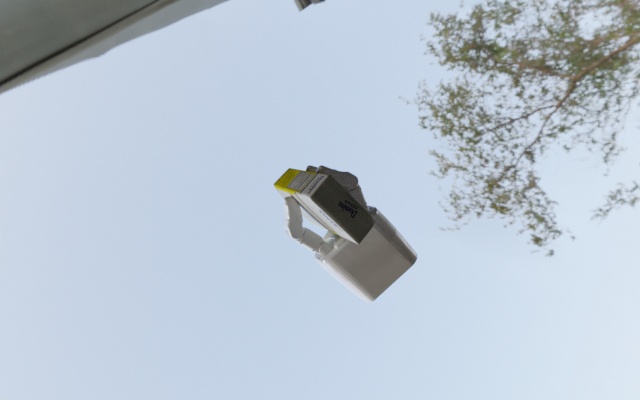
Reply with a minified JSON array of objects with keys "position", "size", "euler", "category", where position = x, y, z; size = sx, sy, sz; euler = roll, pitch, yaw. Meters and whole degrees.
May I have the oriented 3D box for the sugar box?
[{"position":[0.001,0.002,0.666],"size":[0.093,0.048,0.176],"euler":[44,-12,-20],"category":"sugar box"}]
